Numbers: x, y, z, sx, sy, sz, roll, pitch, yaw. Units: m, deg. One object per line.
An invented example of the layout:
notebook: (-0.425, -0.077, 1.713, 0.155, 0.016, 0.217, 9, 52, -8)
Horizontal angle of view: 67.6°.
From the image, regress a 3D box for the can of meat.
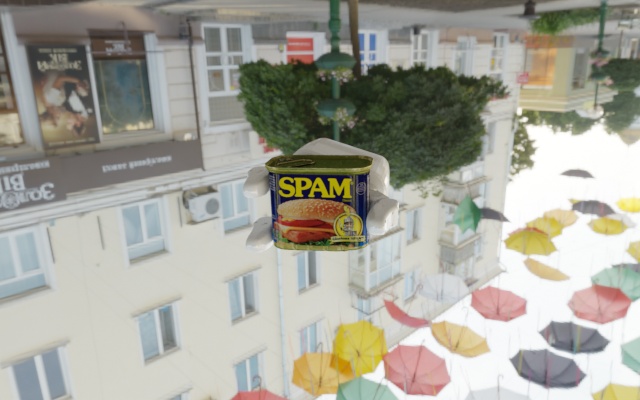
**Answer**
can of meat: (0.000, 0.002, 0.469, 0.102, 0.084, 0.057, 1, 18, 9)
